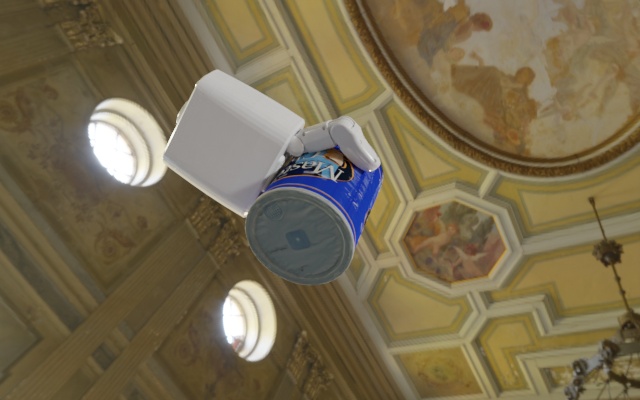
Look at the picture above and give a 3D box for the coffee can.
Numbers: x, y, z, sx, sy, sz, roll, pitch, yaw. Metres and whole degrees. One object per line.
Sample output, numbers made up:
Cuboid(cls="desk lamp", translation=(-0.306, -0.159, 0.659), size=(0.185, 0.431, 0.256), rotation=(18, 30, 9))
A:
Cuboid(cls="coffee can", translation=(0.000, 0.002, 0.482), size=(0.103, 0.103, 0.140), rotation=(0, 29, 20))
